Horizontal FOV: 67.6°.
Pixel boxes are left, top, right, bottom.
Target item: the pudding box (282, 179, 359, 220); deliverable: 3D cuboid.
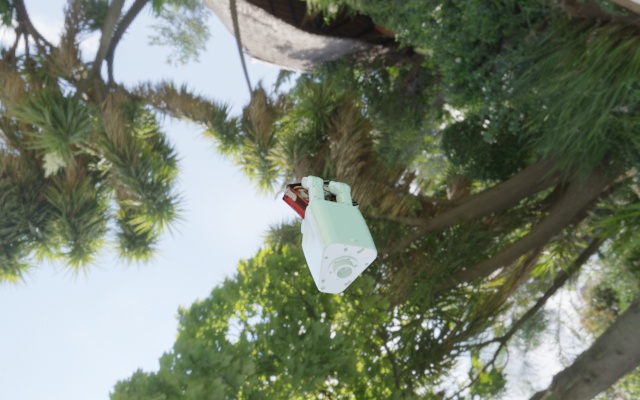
[{"bbox_3d":[0.000,0.003,0.868,0.113,0.039,0.090,-8,41,-47],"label":"pudding box"}]
